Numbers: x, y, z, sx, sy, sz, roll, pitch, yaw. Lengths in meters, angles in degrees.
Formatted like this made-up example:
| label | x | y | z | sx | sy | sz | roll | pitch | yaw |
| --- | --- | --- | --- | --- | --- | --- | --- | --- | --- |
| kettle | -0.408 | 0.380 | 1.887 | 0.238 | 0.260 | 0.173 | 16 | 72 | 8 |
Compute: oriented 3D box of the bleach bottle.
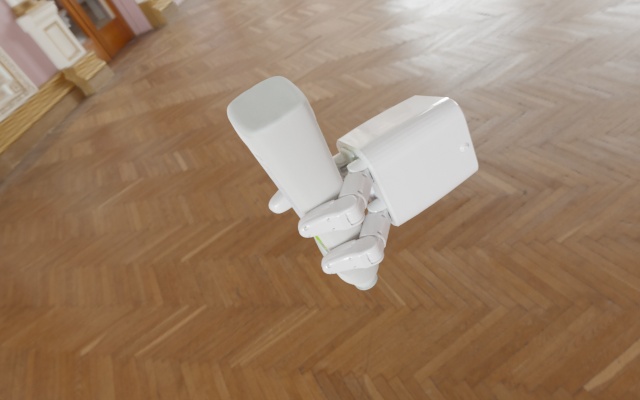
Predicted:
| label | x | y | z | sx | sy | sz | roll | pitch | yaw |
| --- | --- | --- | --- | --- | --- | --- | --- | --- | --- |
| bleach bottle | 0.000 | 0.002 | 0.495 | 0.068 | 0.251 | 0.102 | -33 | 36 | -4 |
